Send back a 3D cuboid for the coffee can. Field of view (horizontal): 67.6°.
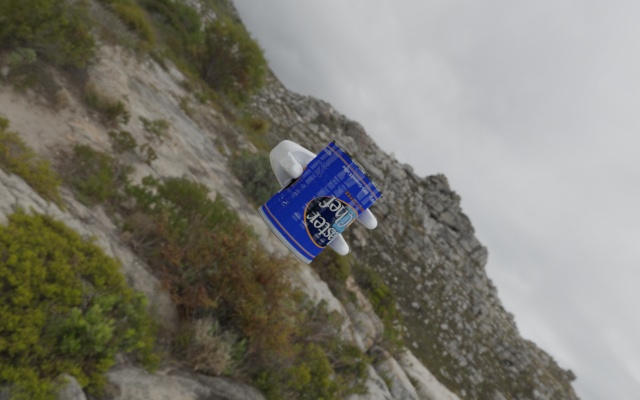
[{"bbox_3d":[0.000,0.002,0.653,0.140,0.103,0.103,-43,-2,2],"label":"coffee can"}]
